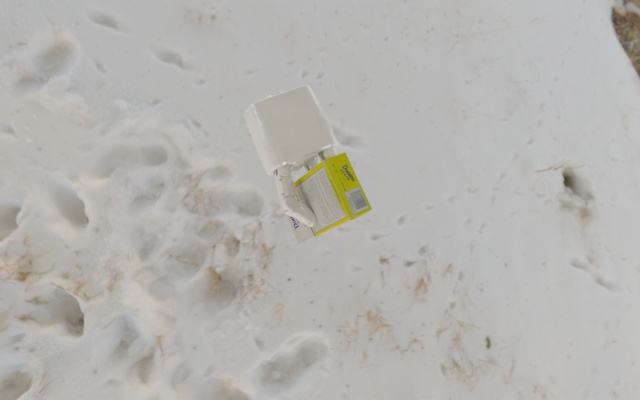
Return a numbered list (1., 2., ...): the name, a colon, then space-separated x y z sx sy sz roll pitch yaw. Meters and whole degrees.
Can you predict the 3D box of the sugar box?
1. sugar box: 0.001 0.002 0.736 0.048 0.093 0.176 -22 -4 -29
